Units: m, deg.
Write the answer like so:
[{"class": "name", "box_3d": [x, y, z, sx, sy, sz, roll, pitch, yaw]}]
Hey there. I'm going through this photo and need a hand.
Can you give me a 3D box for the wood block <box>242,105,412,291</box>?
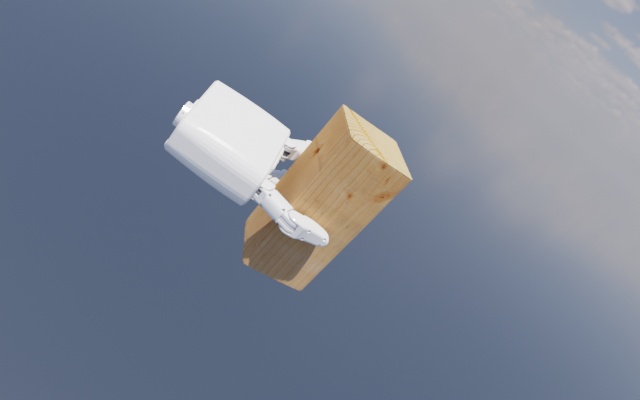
[{"class": "wood block", "box_3d": [0.000, 0.002, 0.580, 0.090, 0.206, 0.090, 31, 27, -24]}]
